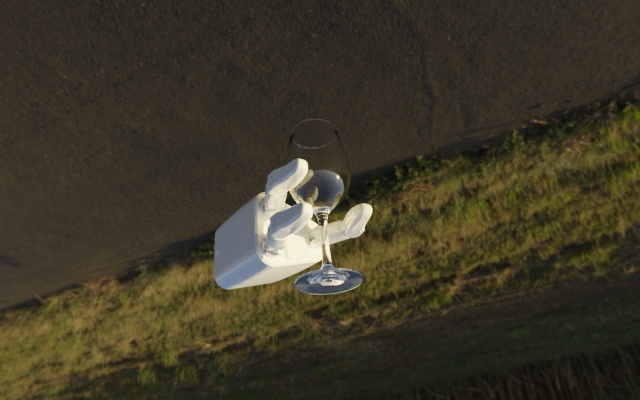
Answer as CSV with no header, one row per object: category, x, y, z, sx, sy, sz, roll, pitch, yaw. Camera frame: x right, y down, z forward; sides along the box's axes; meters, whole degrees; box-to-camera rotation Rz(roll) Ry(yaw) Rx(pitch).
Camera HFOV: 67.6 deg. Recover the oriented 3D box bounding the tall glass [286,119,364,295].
tall glass,0.000,0.002,0.557,0.079,0.201,0.079,-4,-29,-2
